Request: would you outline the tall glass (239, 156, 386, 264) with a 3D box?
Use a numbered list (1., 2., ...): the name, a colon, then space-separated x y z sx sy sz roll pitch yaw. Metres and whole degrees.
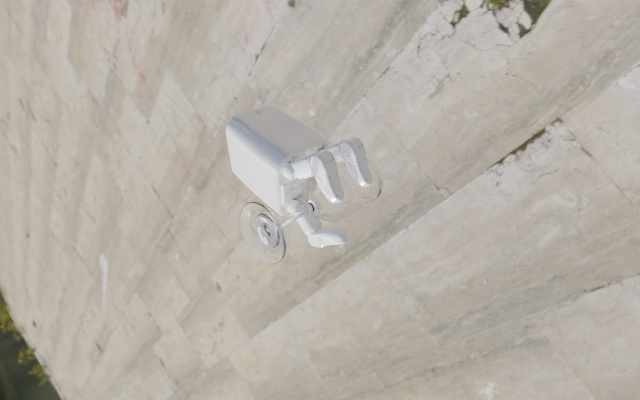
1. tall glass: 0.000 0.002 0.590 0.079 0.079 0.201 0 20 44
